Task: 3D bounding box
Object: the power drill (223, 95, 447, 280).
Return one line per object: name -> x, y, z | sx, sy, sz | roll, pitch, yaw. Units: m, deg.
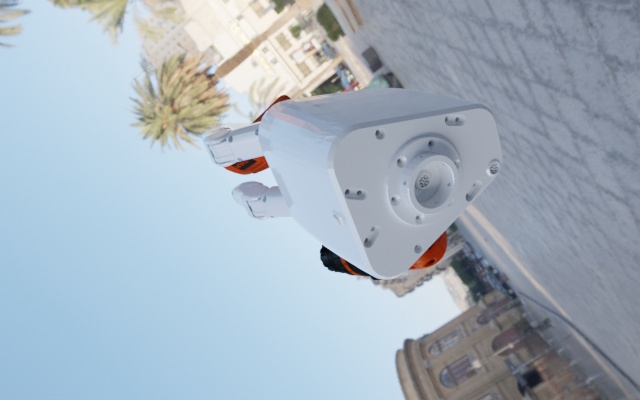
power drill -> 0.000, 0.001, 0.438 | 0.188, 0.057, 0.184 | 40, -25, -14
